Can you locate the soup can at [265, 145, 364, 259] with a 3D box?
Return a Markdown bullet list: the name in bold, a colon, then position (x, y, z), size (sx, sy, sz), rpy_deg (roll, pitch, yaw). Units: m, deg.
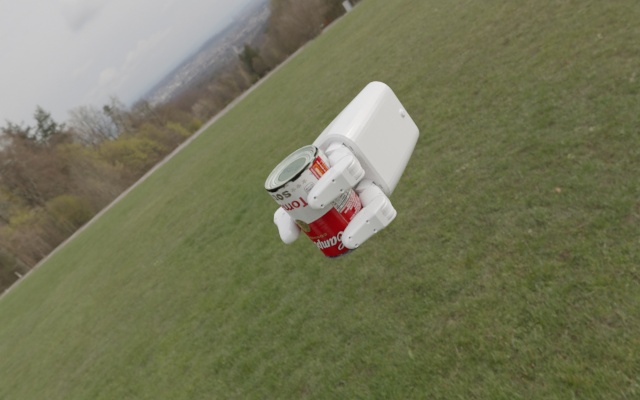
- **soup can**: position (0.000, 0.002, 0.492), size (0.102, 0.068, 0.068), rpy_deg (49, -24, -23)
